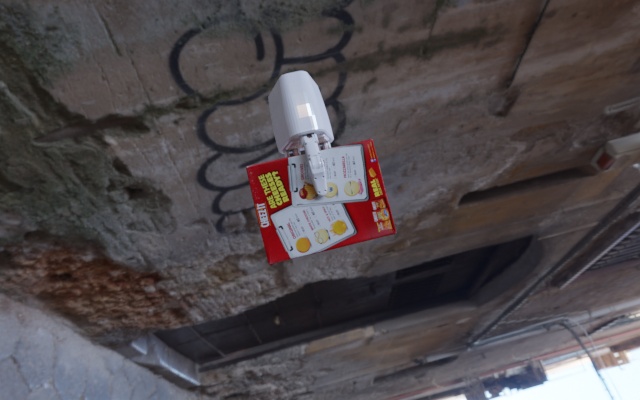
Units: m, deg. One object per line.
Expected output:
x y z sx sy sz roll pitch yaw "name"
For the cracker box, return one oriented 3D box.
0.000 0.003 0.797 0.213 0.164 0.072 -13 -6 -5 "cracker box"
